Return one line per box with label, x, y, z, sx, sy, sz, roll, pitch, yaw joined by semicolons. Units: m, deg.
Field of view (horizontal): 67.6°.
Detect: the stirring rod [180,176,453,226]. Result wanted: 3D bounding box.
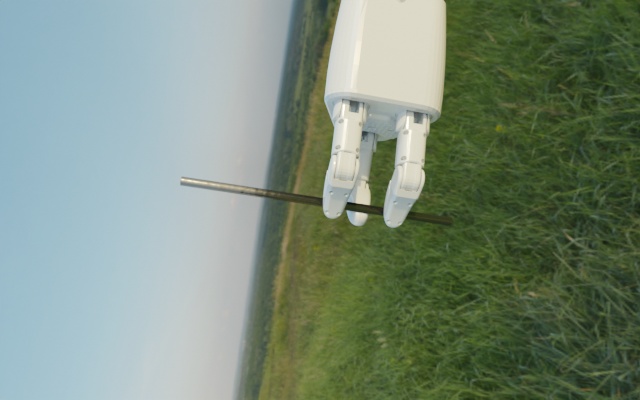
stirring rod;0.000;0.001;0.419;0.239;0.011;0.011;9;-1;-7
